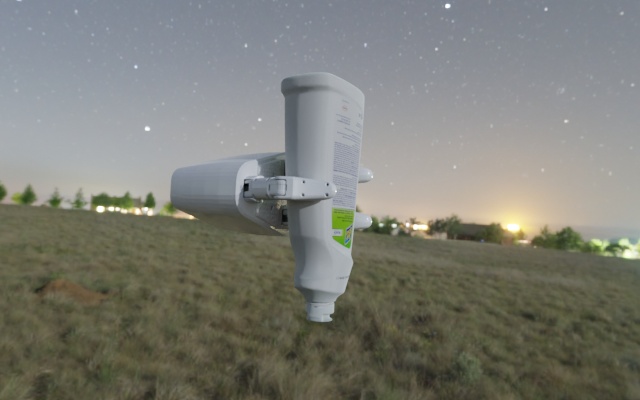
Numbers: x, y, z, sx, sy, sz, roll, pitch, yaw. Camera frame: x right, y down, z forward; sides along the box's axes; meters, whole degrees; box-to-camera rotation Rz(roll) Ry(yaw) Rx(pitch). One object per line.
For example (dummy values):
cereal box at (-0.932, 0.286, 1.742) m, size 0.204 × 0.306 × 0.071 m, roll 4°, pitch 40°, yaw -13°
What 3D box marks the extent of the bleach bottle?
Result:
bleach bottle at (0.000, 0.002, 0.510) m, size 0.068 × 0.251 × 0.102 m, roll 1°, pitch -3°, yaw 32°
